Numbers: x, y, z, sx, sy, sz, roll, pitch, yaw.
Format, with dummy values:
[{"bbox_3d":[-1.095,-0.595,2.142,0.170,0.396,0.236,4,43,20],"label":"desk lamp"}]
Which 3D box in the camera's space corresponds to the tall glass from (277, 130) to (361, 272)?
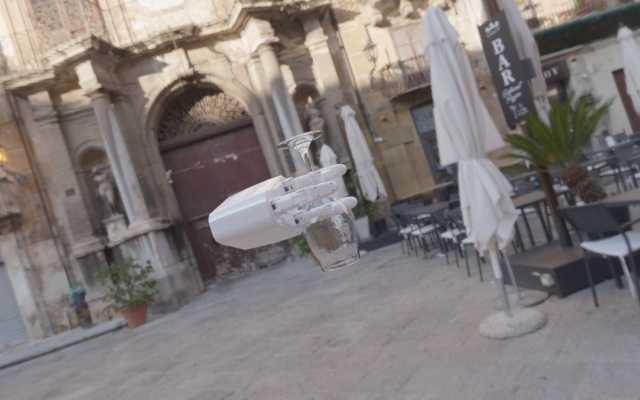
[{"bbox_3d":[0.000,0.002,0.718,0.079,0.201,0.079,-19,-2,-1],"label":"tall glass"}]
